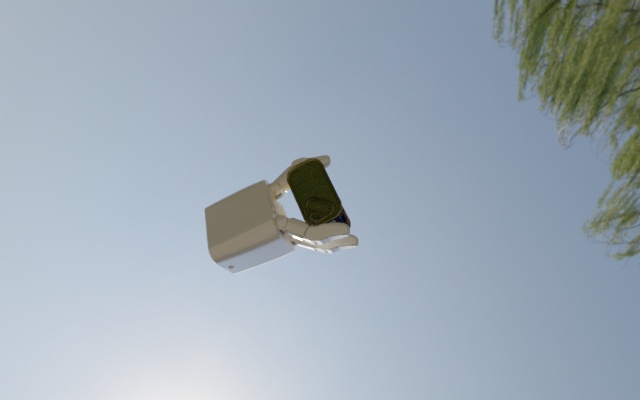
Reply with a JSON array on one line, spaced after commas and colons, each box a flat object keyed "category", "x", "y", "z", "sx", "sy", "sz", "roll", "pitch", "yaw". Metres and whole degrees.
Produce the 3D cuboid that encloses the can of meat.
[{"category": "can of meat", "x": 0.000, "y": 0.002, "z": 0.704, "sx": 0.057, "sy": 0.102, "sz": 0.084, "roll": -27, "pitch": -27, "yaw": 3}]
